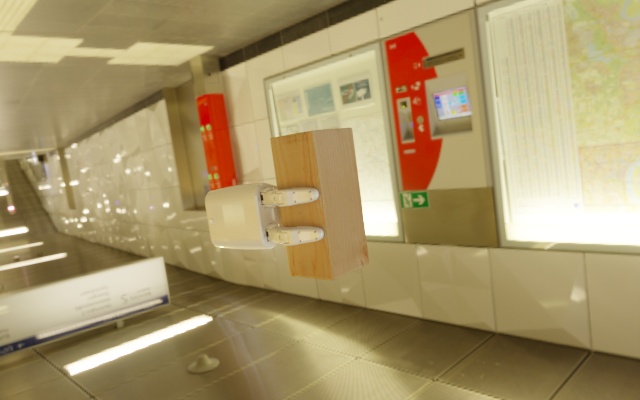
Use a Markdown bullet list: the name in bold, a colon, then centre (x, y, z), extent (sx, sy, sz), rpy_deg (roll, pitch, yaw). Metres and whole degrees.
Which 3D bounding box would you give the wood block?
- **wood block**: centre (0.000, 0.002, 0.705), extent (0.090, 0.206, 0.091), rpy_deg (-3, 8, 42)
